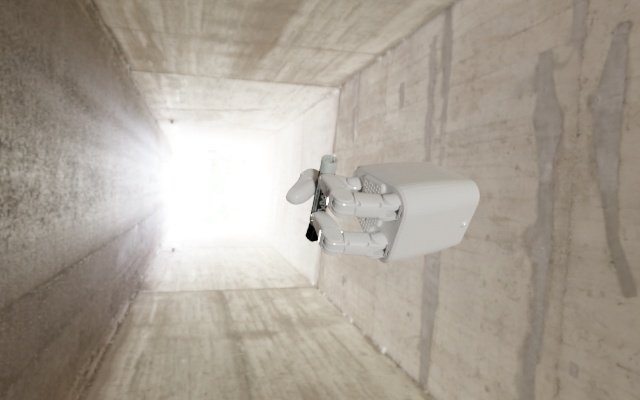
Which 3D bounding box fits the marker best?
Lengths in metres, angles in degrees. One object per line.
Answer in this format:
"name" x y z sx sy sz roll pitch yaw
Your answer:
"marker" 0.000 0.002 0.555 0.020 0.121 0.020 8 37 -6
